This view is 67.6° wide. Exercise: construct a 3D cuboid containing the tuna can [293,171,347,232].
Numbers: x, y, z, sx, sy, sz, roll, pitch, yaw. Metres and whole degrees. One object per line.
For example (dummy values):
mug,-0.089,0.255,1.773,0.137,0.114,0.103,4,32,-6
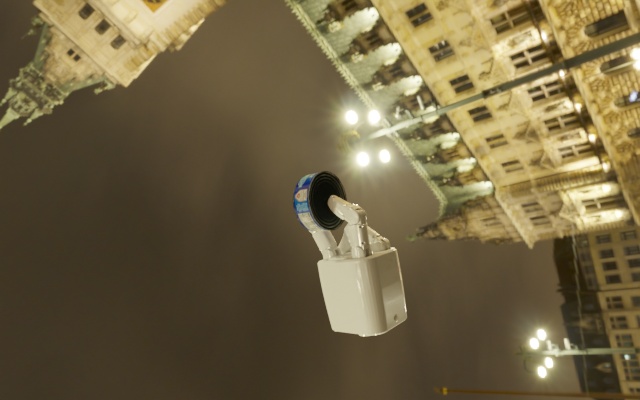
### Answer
tuna can,0.000,0.002,0.690,0.034,0.086,0.086,-9,-6,39
